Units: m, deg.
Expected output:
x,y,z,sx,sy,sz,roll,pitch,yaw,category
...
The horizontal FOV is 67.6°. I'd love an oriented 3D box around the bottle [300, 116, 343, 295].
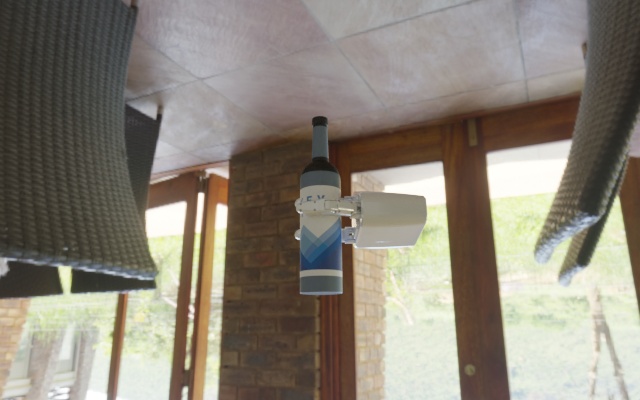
x,y,z,sx,sy,sz,roll,pitch,yaw,category
0.000,0.003,0.781,0.069,0.295,0.069,0,-15,0,bottle
